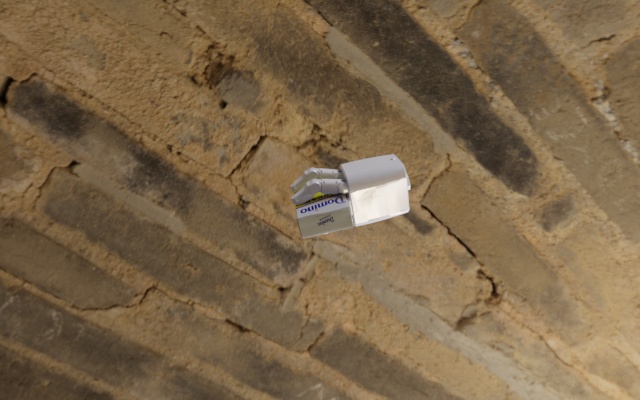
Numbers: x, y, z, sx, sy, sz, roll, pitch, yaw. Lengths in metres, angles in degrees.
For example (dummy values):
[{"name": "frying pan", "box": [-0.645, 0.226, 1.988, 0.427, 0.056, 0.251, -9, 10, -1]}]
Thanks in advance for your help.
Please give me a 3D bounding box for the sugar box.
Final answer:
[{"name": "sugar box", "box": [0.000, 0.002, 0.876, 0.093, 0.048, 0.176, -13, 22, -1]}]
